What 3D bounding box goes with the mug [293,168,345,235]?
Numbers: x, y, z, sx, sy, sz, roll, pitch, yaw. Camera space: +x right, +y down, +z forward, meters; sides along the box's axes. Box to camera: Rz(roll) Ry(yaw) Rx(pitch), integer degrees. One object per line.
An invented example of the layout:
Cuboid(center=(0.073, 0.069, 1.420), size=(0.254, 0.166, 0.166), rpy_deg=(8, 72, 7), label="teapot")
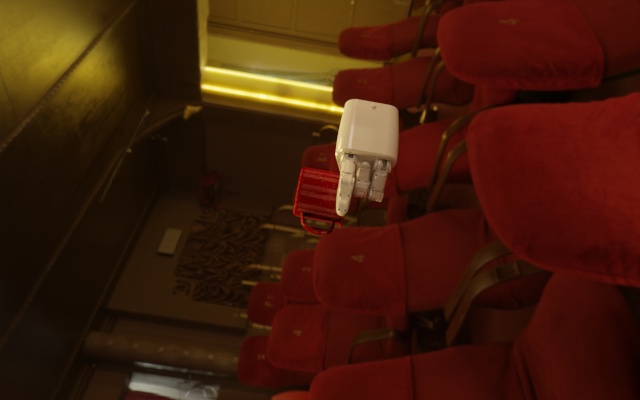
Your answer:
Cuboid(center=(0.000, 0.004, 0.775), size=(0.081, 0.117, 0.093), rpy_deg=(11, -29, -2), label="mug")
